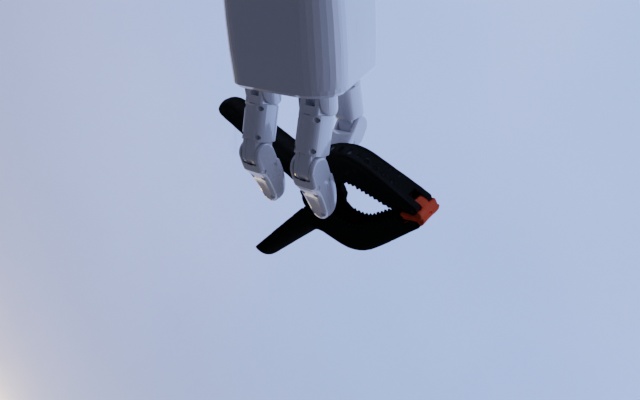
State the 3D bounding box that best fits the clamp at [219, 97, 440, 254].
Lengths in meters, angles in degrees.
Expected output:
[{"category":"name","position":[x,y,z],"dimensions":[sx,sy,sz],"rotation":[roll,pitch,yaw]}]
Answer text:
[{"category":"clamp","position":[0.001,0.001,0.419],"dimensions":[0.210,0.165,0.036],"rotation":[17,38,33]}]
